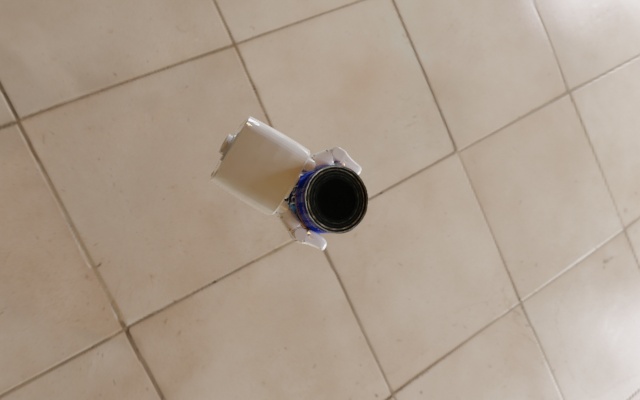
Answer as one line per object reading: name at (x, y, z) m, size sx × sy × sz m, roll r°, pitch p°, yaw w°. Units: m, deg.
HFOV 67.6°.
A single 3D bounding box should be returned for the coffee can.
coffee can at (0.000, 0.003, 0.765) m, size 0.103 × 0.103 × 0.140 m, roll 0°, pitch -4°, yaw -21°
